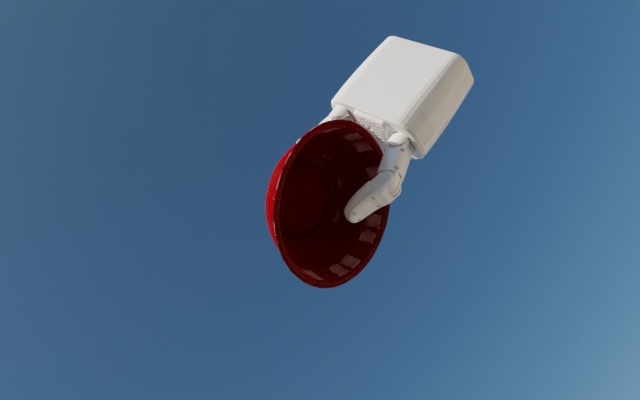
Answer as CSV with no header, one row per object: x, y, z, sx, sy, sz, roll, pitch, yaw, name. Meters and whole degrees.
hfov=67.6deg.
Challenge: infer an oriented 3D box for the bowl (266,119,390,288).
-0.001,0.002,0.472,0.055,0.162,0.162,9,6,44,bowl
